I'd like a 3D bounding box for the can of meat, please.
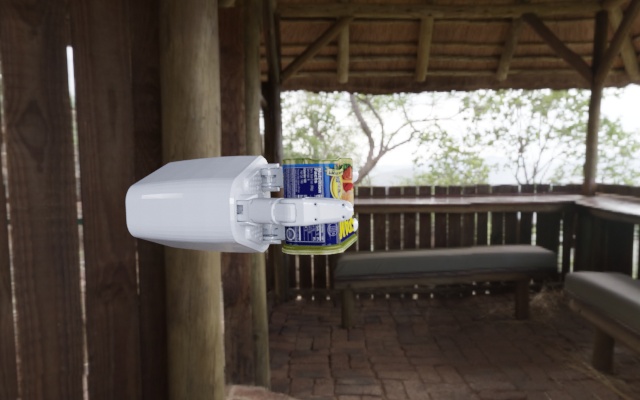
[{"bbox_3d":[0.000,0.001,0.456,0.057,0.084,0.102,-1,4,15],"label":"can of meat"}]
